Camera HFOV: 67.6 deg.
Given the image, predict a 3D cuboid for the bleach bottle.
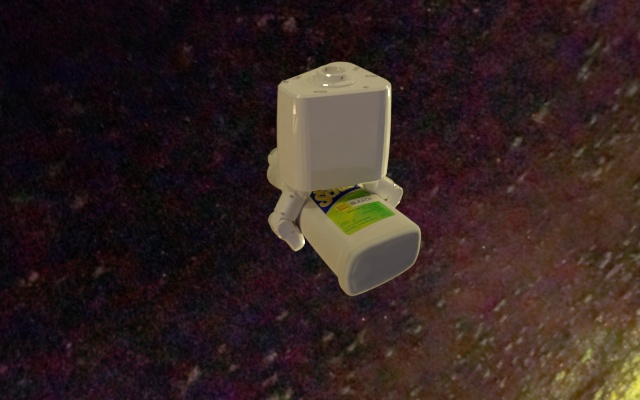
[{"bbox_3d":[0.000,0.002,0.569,0.102,0.068,0.250,-20,39,-27],"label":"bleach bottle"}]
